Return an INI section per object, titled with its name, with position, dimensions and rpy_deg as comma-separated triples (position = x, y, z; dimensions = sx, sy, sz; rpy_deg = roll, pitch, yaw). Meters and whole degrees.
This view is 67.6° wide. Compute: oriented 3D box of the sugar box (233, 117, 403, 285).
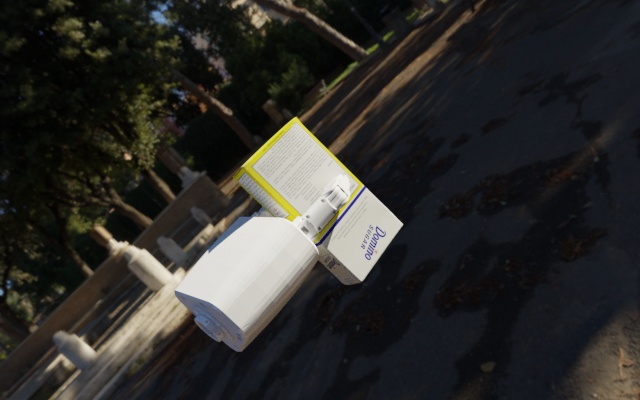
[sugar box]
position = 0.000, 0.002, 0.531
dimensions = 0.093, 0.176, 0.048
rpy_deg = -49, 10, -28
